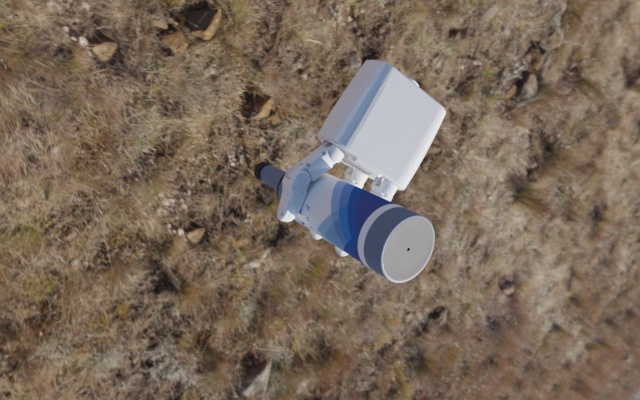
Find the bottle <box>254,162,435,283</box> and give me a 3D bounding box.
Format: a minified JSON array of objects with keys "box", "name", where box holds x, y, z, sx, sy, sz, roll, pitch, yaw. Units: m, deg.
[{"box":[0.000,0.002,0.548,0.069,0.069,0.295,0,17,-35],"name":"bottle"}]
